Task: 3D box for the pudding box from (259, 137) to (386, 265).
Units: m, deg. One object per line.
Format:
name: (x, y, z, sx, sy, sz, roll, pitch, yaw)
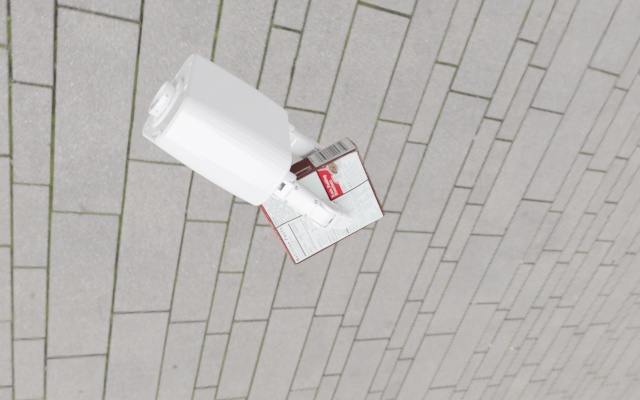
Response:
pudding box: (0.000, 0.002, 0.493, 0.113, 0.090, 0.039, -27, 30, -2)
